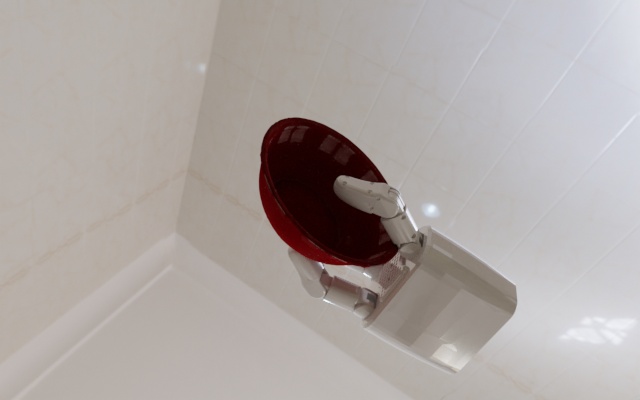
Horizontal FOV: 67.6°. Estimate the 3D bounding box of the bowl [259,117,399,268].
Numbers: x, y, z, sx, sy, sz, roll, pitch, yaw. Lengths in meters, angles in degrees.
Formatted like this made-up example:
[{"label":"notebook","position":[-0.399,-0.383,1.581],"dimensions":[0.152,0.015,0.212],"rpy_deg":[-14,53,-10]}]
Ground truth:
[{"label":"bowl","position":[-0.001,0.001,0.447],"dimensions":[0.162,0.162,0.055],"rpy_deg":[0,-33,-46]}]
